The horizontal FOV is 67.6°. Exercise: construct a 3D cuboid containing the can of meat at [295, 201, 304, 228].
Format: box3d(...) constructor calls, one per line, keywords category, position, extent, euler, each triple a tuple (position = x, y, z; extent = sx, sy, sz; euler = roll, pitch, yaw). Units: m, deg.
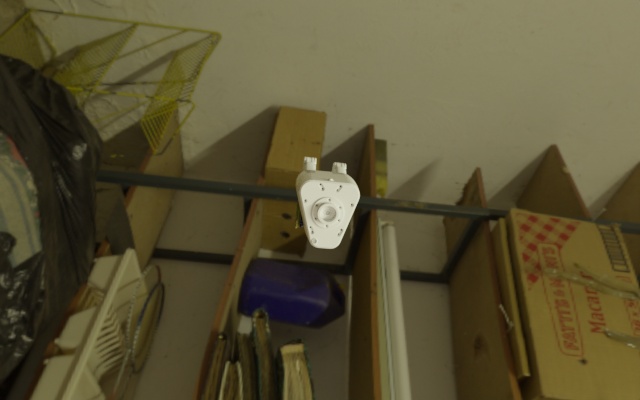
box3d(category="can of meat", position=(0.000, 0.003, 0.873), extent=(0.084, 0.102, 0.057), euler=(6, 7, -4))
